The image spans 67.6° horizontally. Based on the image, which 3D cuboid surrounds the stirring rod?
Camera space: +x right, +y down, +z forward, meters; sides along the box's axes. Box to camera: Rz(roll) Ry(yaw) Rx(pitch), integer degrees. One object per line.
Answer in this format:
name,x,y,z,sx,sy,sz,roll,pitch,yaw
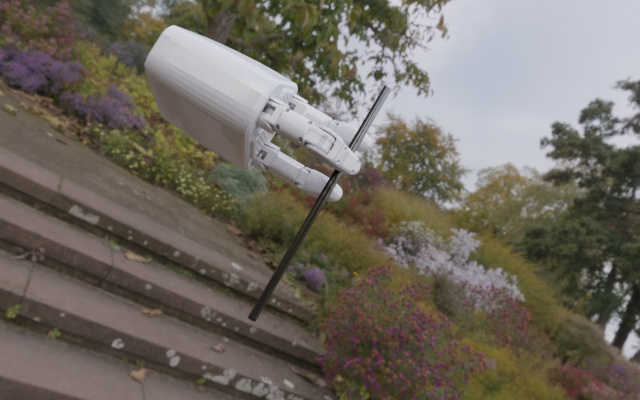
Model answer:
stirring rod,0.000,0.001,0.428,0.011,0.239,0.011,30,-3,2
